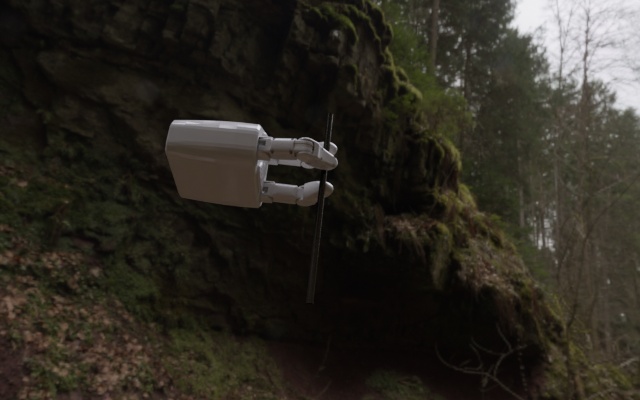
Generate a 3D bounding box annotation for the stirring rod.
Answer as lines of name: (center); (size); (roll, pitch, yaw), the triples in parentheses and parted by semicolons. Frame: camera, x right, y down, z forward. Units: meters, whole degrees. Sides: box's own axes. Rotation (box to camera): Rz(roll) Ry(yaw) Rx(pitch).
stirring rod: (0.000, 0.002, 0.569); (0.011, 0.239, 0.011); (5, -20, 2)
